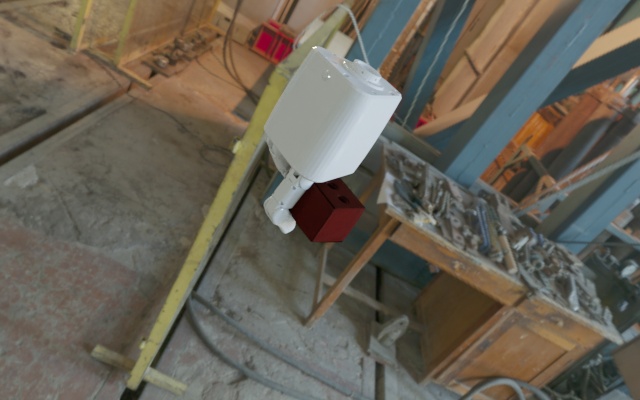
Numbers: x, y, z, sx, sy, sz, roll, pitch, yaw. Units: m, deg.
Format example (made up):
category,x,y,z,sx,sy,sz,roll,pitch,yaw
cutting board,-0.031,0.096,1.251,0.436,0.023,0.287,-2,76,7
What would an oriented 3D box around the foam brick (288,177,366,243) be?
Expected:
category,x,y,z,sx,sy,sz,roll,pitch,yaw
foam brick,0.000,0.002,0.528,0.053,0.051,0.078,3,41,-48
